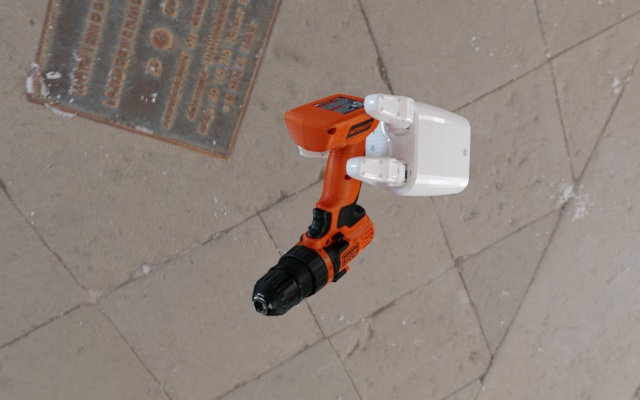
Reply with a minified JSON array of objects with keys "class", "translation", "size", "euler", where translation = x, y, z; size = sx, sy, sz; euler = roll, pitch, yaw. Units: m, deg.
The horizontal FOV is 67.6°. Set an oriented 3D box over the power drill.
[{"class":"power drill","translation":[0.000,0.001,0.462],"size":[0.057,0.188,0.184],"euler":[21,32,26]}]
